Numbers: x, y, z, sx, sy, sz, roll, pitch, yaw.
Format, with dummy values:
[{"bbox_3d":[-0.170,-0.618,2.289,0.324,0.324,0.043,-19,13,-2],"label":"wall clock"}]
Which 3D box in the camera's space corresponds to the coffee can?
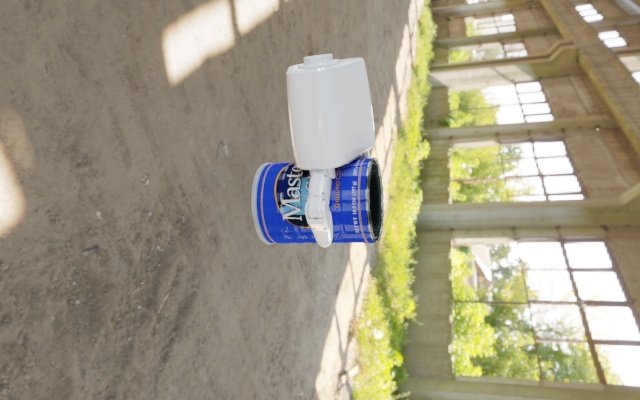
[{"bbox_3d":[0.000,0.002,0.584,0.140,0.103,0.103,-2,-1,16],"label":"coffee can"}]
